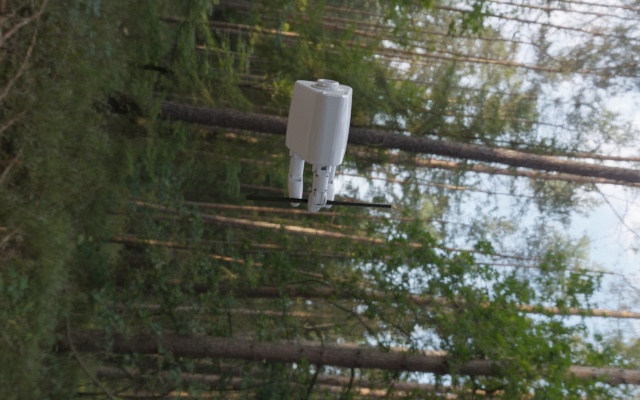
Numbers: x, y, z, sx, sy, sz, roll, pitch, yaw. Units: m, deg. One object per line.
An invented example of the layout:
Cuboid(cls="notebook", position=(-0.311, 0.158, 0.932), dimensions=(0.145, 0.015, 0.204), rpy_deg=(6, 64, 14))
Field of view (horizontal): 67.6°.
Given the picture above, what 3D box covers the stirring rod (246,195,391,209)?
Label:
Cuboid(cls="stirring rod", position=(0.000, 0.003, 0.778), dimensions=(0.239, 0.011, 0.011), rpy_deg=(3, -1, -12))
